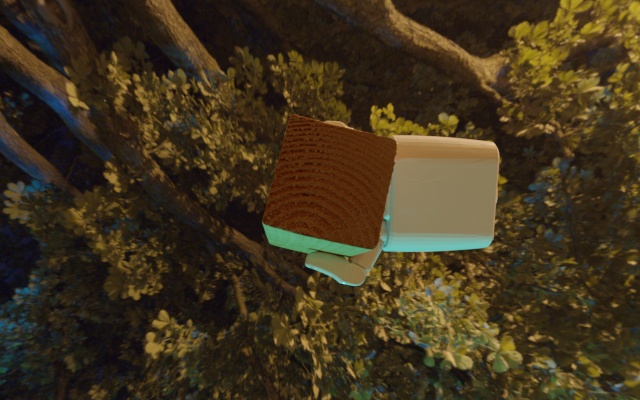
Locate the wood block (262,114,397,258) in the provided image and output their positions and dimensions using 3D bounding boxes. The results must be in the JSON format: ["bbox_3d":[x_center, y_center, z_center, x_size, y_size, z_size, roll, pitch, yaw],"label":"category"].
[{"bbox_3d":[0.000,0.002,0.461,0.090,0.091,0.206,13,-10,-2],"label":"wood block"}]
